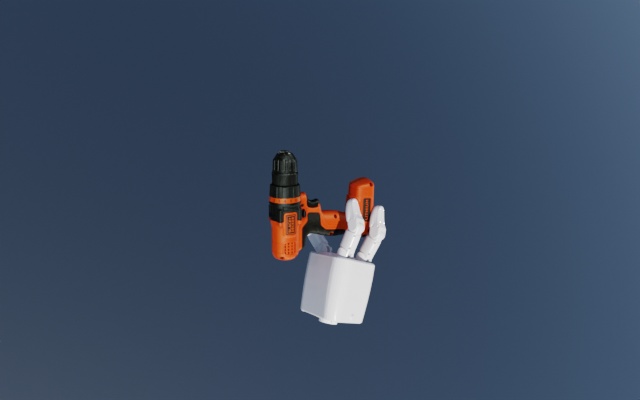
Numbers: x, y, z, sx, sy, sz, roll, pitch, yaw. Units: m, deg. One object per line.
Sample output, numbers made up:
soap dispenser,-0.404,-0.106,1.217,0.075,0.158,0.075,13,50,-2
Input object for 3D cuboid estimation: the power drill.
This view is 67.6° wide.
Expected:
power drill,0.001,0.003,0.823,0.187,0.184,0.057,-5,16,-26
